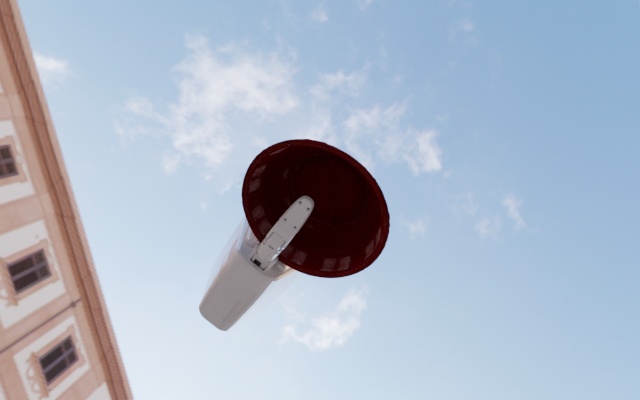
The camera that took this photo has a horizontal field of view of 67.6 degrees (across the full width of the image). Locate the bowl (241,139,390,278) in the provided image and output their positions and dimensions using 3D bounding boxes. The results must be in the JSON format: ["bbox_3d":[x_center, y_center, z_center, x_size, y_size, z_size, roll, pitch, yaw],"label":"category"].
[{"bbox_3d":[0.001,0.001,0.506,0.162,0.162,0.055,0,28,24],"label":"bowl"}]
